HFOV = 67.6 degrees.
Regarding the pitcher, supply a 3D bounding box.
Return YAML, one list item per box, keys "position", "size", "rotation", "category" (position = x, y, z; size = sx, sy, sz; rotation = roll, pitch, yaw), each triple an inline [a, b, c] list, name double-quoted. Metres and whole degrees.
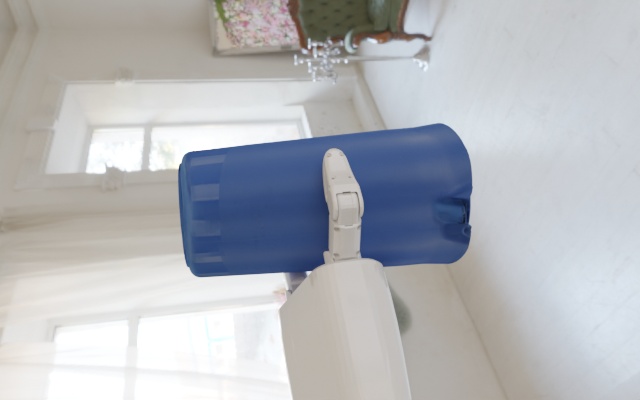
- position: [0.000, 0.002, 0.439]
  size: [0.243, 0.145, 0.149]
  rotation: [-4, -32, -12]
  category: "pitcher"
